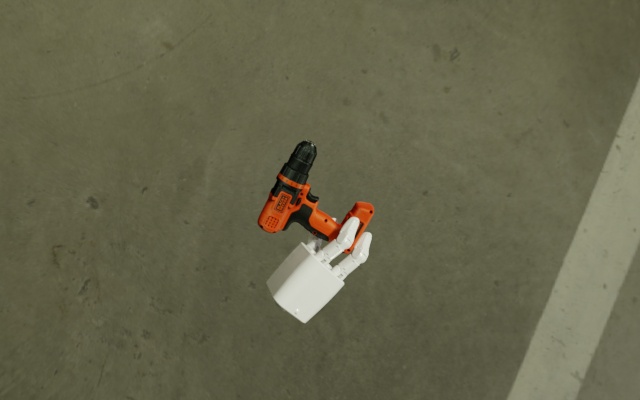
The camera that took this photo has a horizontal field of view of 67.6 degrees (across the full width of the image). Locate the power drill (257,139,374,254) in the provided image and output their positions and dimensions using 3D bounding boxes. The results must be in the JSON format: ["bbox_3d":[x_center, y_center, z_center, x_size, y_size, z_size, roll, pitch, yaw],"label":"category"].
[{"bbox_3d":[0.000,0.003,0.880,0.188,0.184,0.057,26,14,-12],"label":"power drill"}]
